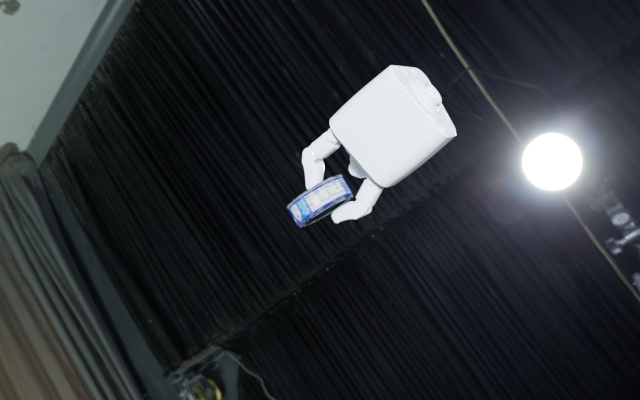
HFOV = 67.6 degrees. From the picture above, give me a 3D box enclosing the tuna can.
[{"bbox_3d":[0.000,0.003,0.639,0.086,0.033,0.086,-30,-7,-4],"label":"tuna can"}]
